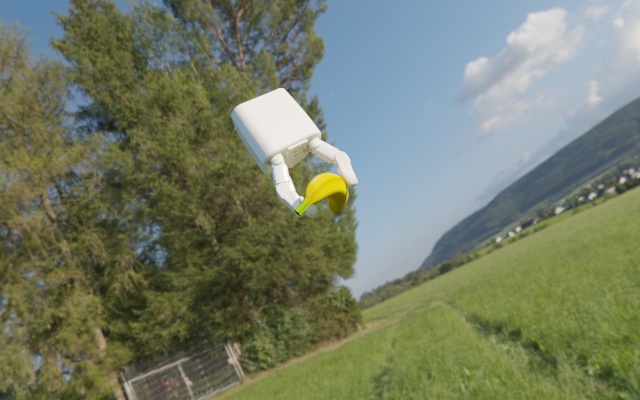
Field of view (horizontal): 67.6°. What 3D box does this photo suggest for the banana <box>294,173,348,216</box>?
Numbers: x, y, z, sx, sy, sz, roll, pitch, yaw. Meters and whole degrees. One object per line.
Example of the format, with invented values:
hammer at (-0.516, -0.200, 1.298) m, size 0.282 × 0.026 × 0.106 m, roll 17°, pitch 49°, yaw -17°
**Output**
banana at (0.012, -0.011, 0.759) m, size 0.037 × 0.069 × 0.198 m, roll 47°, pitch 13°, yaw 15°
